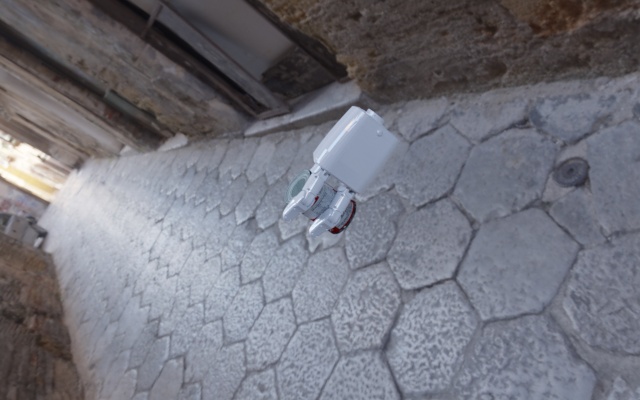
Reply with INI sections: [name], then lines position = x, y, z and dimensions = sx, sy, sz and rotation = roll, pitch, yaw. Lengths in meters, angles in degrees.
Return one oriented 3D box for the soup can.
[soup can]
position = 0.000, 0.003, 0.789
dimensions = 0.102, 0.068, 0.068
rotation = 34, -16, -26
